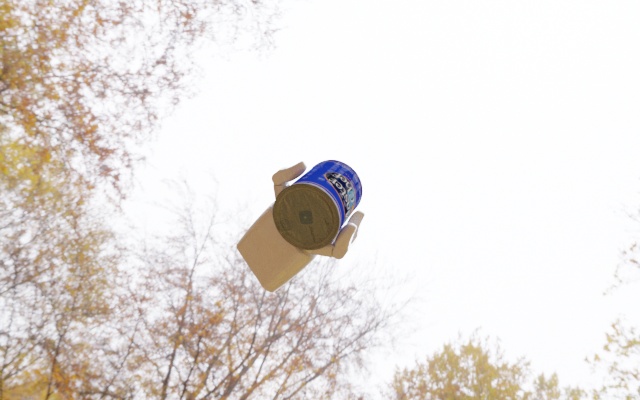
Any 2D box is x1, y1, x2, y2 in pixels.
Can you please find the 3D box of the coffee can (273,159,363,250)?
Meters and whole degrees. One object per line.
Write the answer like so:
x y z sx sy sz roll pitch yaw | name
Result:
0.000 0.002 0.745 0.103 0.103 0.140 0 19 20 | coffee can
